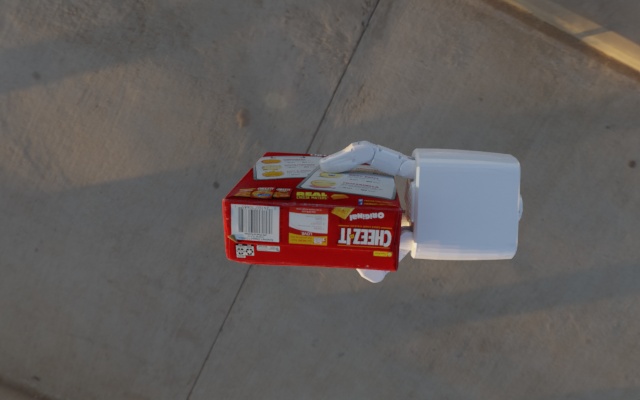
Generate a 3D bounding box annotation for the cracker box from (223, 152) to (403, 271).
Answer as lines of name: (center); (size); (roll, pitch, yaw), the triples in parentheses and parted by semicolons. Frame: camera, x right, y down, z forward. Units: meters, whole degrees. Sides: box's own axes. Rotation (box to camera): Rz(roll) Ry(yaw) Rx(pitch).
cracker box: (0.000, 0.002, 0.532); (0.164, 0.072, 0.213); (3, 17, 4)
